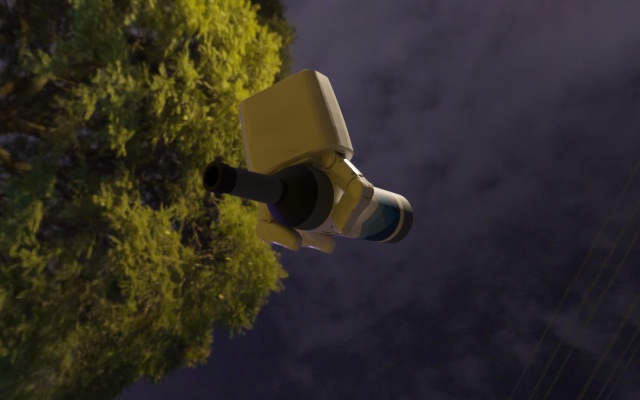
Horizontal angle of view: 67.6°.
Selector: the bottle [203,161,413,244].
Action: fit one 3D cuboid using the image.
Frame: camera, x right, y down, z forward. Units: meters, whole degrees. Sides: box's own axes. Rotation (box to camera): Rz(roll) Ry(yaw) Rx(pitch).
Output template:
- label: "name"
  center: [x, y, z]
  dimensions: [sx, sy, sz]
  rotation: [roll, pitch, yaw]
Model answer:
- label: "bottle"
  center: [0.000, 0.002, 0.522]
  dimensions: [0.069, 0.069, 0.296]
  rotation: [0, -9, 40]
